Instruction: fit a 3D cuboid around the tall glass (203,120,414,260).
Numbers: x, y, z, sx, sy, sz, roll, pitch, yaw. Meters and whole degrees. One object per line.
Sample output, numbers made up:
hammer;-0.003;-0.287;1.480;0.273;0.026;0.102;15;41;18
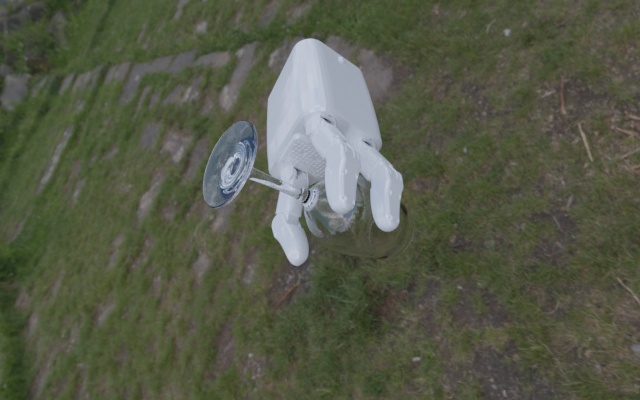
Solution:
tall glass;0.000;0.001;0.436;0.201;0.079;0.079;23;-14;-37
